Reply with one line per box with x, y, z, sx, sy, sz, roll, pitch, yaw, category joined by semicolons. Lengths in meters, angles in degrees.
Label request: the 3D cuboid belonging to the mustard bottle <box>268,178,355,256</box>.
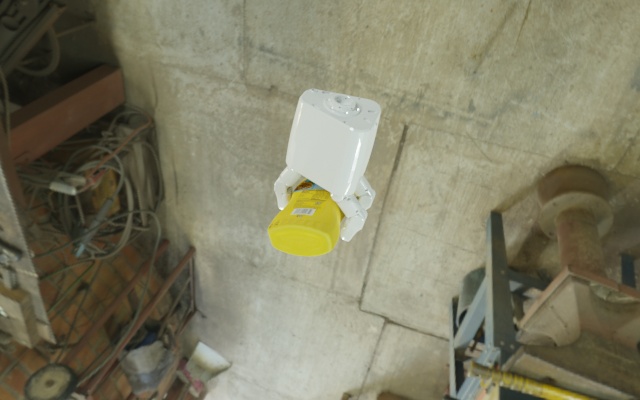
0.000;0.003;0.722;0.096;0.058;0.191;0;35;23;mustard bottle
